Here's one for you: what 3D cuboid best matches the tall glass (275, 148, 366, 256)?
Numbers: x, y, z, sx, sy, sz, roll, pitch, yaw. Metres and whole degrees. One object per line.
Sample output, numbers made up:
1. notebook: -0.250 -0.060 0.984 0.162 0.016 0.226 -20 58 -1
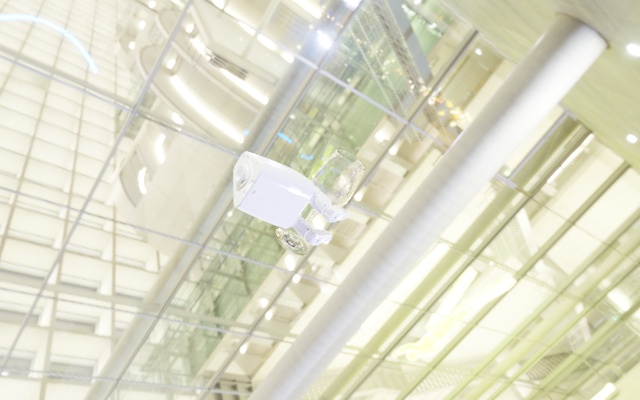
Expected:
1. tall glass: 0.000 0.003 0.870 0.079 0.201 0.079 32 20 -13
